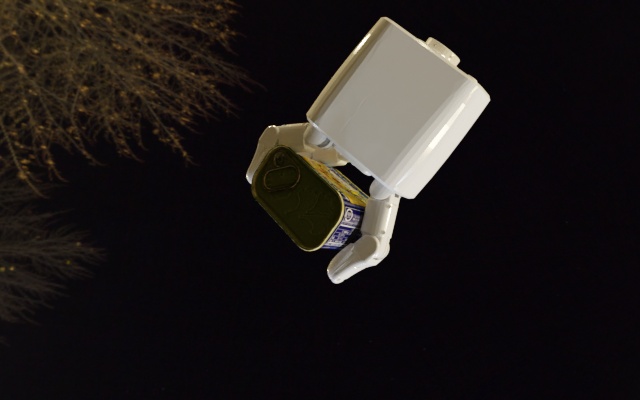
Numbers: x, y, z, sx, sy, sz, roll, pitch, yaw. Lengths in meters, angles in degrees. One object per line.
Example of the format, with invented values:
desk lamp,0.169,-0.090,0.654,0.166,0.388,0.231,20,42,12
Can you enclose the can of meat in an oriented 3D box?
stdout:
can of meat,0.000,0.002,0.439,0.102,0.057,0.084,44,17,32
